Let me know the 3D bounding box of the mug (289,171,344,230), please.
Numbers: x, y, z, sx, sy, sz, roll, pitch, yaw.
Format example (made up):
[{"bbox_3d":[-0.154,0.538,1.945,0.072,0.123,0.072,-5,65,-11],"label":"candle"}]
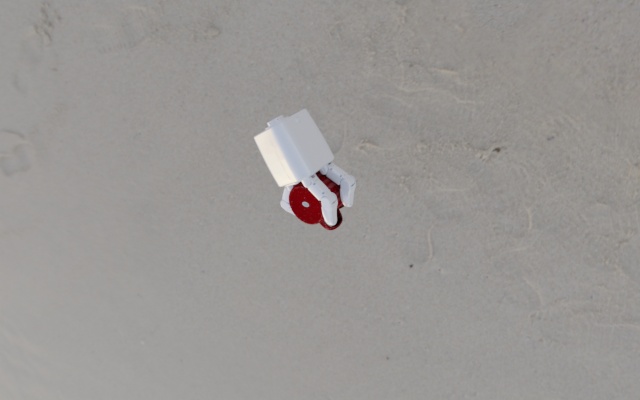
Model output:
[{"bbox_3d":[0.001,0.004,0.895,0.093,0.117,0.081,-20,13,44],"label":"mug"}]
